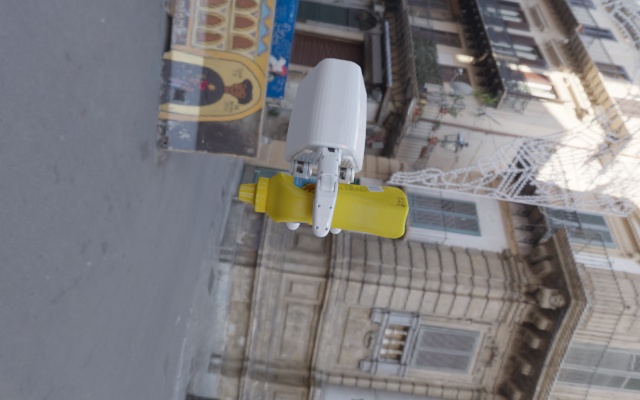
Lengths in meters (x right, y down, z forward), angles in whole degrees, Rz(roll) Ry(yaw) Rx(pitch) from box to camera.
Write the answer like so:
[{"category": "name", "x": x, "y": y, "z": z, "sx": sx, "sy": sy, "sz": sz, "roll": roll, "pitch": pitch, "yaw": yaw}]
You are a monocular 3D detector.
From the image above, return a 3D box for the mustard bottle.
[{"category": "mustard bottle", "x": 0.000, "y": 0.002, "z": 0.563, "sx": 0.191, "sy": 0.058, "sz": 0.096, "roll": 8, "pitch": 13, "yaw": -5}]
